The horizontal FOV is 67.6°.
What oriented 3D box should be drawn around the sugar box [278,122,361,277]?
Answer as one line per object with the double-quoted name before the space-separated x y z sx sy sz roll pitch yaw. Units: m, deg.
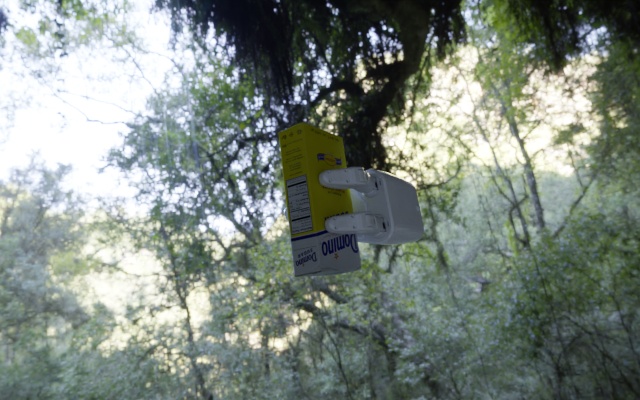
"sugar box" 0.001 0.002 0.582 0.048 0.176 0.093 -18 -15 32
